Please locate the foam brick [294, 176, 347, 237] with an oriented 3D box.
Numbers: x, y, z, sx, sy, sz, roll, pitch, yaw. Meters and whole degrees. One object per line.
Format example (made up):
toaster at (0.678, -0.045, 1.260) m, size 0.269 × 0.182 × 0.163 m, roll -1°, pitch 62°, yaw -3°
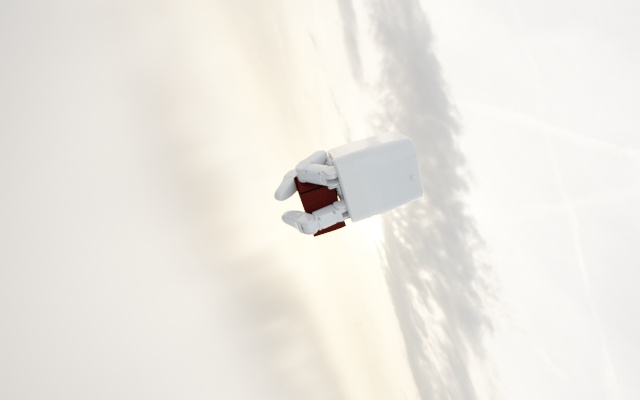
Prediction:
foam brick at (0.000, 0.002, 0.674) m, size 0.051 × 0.078 × 0.053 m, roll -18°, pitch 33°, yaw -1°
